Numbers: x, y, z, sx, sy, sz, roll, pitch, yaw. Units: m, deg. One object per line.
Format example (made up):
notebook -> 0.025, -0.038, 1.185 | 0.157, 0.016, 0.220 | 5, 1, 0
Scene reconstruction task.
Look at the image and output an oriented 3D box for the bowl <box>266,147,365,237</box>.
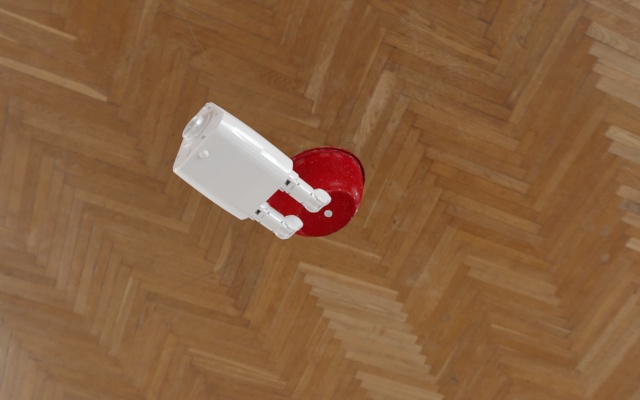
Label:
bowl -> 0.001, 0.003, 0.697 | 0.162, 0.162, 0.055 | 0, 41, -26
